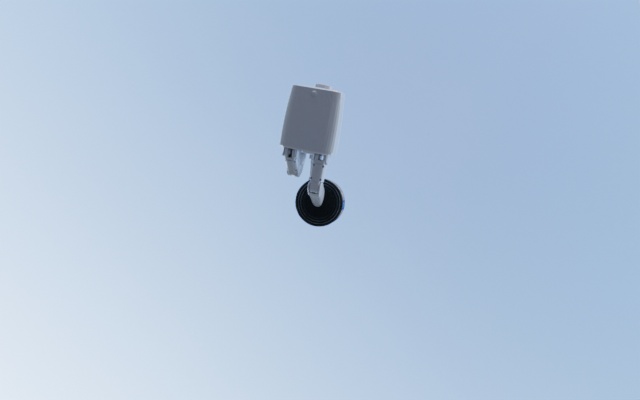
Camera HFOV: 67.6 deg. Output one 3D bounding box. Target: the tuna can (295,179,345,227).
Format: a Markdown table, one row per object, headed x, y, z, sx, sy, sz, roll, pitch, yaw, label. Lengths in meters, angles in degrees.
| x | y | z | sx | sy | sz | roll | pitch | yaw | label |
| --- | --- | --- | --- | --- | --- | --- | --- | --- | --- |
| 0.000 | 0.003 | 0.853 | 0.086 | 0.086 | 0.034 | 0 | 2 | 12 | tuna can |
